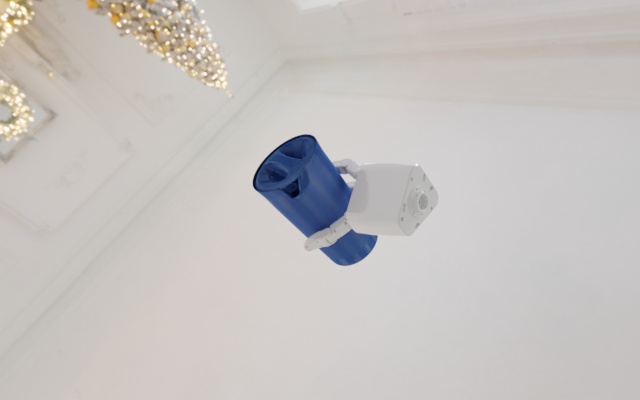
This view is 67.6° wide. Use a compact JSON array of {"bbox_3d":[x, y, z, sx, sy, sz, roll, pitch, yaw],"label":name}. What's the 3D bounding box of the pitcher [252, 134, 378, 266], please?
[{"bbox_3d":[0.000,0.003,0.866,0.145,0.149,0.243,-1,-40,45],"label":"pitcher"}]
